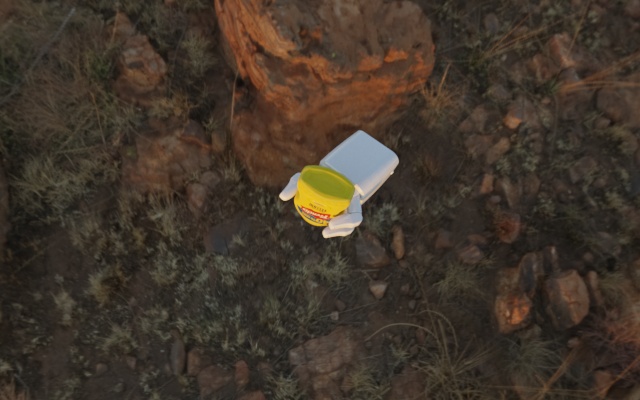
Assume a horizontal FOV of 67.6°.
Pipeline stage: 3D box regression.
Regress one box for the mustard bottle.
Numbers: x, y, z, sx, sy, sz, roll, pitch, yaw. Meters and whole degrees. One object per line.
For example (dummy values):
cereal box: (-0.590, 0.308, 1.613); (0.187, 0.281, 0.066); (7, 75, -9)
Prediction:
mustard bottle: (0.000, 0.003, 0.877); (0.096, 0.058, 0.192); (22, -21, 1)
